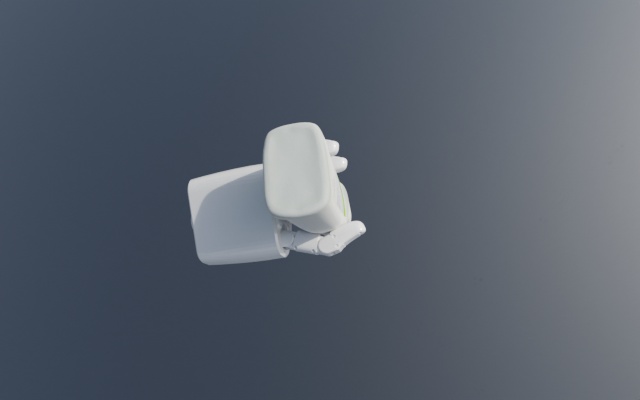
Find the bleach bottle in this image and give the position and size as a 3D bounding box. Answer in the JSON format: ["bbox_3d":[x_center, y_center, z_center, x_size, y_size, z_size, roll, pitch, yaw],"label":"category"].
[{"bbox_3d":[0.000,0.002,0.580,0.068,0.102,0.251,-8,-18,10],"label":"bleach bottle"}]
